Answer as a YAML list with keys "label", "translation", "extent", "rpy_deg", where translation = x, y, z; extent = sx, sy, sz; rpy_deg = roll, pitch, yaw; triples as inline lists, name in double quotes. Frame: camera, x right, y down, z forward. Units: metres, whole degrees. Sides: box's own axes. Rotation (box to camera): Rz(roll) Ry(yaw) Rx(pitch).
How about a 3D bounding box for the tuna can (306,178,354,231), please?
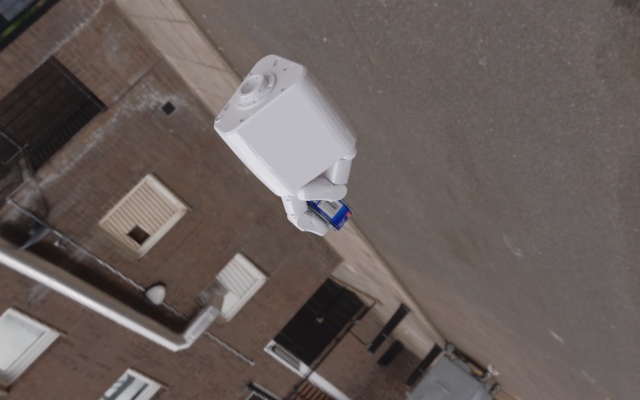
- label: "tuna can"
  translation: [0.000, 0.003, 0.621]
  extent: [0.086, 0.034, 0.086]
  rpy_deg: [39, -6, 4]
